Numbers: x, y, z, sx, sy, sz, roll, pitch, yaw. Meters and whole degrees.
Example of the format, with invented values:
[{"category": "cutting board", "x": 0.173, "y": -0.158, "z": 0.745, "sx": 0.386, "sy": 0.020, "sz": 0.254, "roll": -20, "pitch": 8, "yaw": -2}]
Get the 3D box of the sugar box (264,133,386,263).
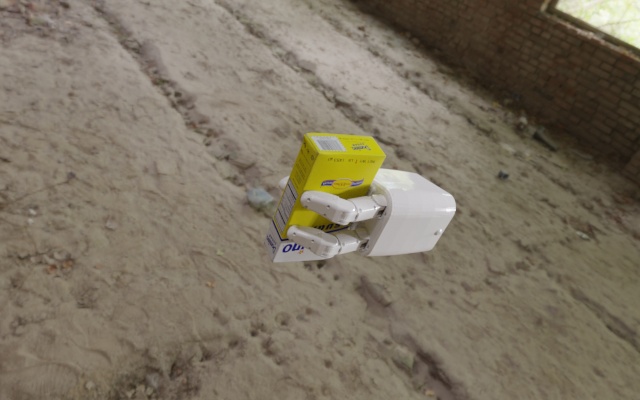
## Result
[{"category": "sugar box", "x": 0.000, "y": 0.002, "z": 0.582, "sx": 0.093, "sy": 0.176, "sz": 0.048, "roll": -1, "pitch": 40, "yaw": -29}]
